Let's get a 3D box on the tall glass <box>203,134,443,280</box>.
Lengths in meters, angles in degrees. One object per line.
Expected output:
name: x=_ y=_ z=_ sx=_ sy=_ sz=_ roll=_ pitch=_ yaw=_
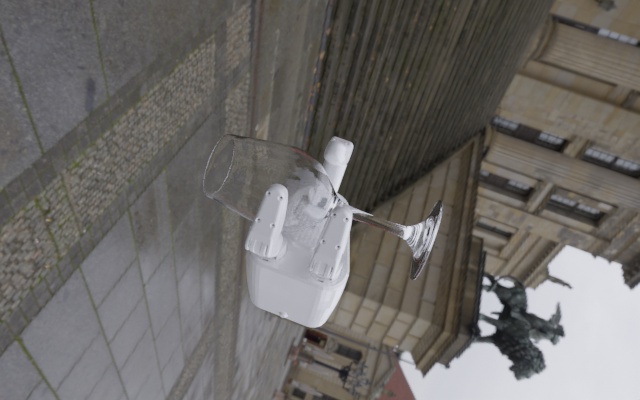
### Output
tall glass: x=0.001 y=0.001 z=0.428 sx=0.201 sy=0.079 sz=0.079 roll=20 pitch=2 yaw=5
